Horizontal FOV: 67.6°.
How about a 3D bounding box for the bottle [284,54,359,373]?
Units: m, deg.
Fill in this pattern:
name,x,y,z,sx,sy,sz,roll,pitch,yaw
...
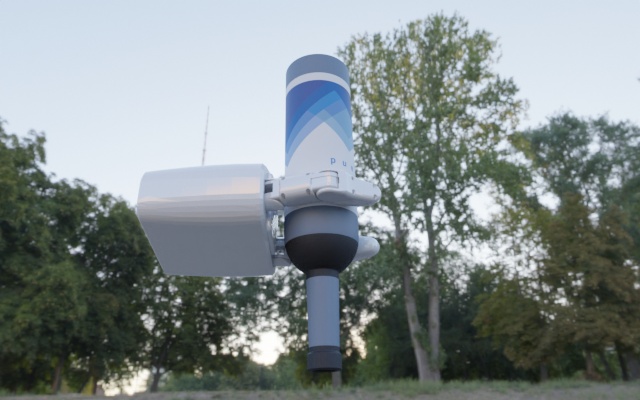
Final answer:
name,x,y,z,sx,sy,sz,roll,pitch,yaw
bottle,0.000,0.001,0.439,0.069,0.295,0.069,-1,-25,-1
